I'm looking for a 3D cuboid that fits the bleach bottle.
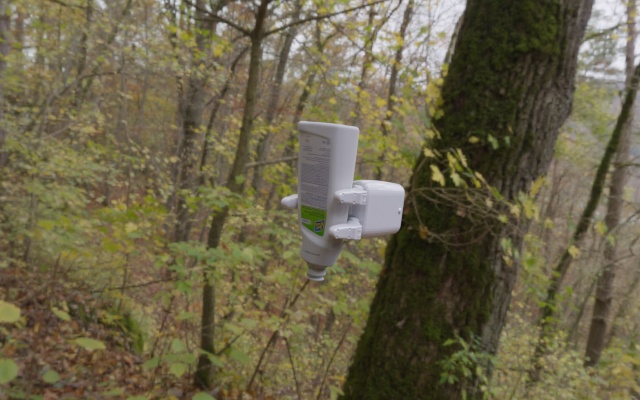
[{"bbox_3d":[0.000,0.003,0.773,0.068,0.251,0.102,-1,10,-45],"label":"bleach bottle"}]
